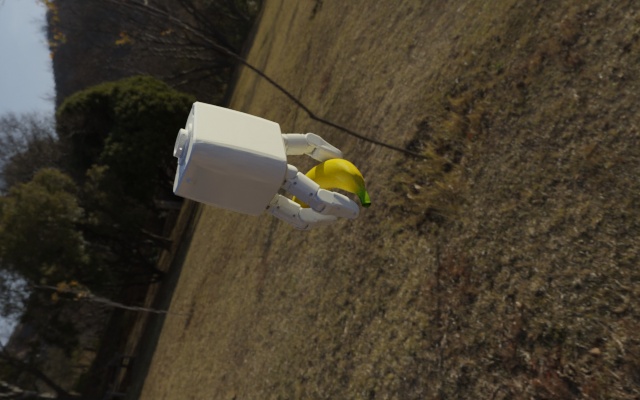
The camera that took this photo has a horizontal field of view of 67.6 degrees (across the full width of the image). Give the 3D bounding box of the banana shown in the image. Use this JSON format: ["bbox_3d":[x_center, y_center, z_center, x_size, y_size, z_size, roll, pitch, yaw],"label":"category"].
[{"bbox_3d":[0.003,-0.017,0.642,0.037,0.069,0.198,10,-11,-26],"label":"banana"}]
